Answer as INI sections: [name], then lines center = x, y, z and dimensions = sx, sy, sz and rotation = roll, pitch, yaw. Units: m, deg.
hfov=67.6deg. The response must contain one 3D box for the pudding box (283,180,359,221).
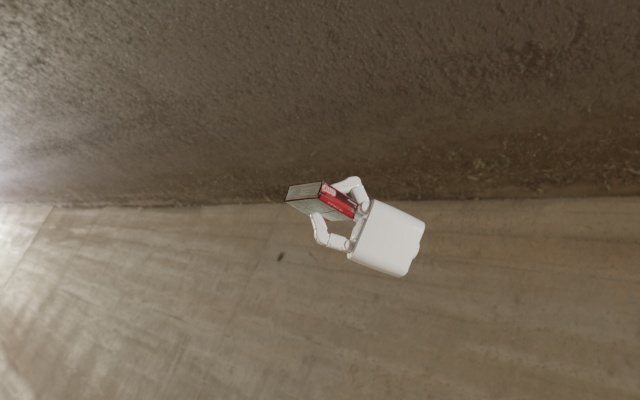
[pudding box]
center = 0.000, 0.003, 0.864
dimensions = 0.090, 0.039, 0.113
rotation = 32, -23, -30
